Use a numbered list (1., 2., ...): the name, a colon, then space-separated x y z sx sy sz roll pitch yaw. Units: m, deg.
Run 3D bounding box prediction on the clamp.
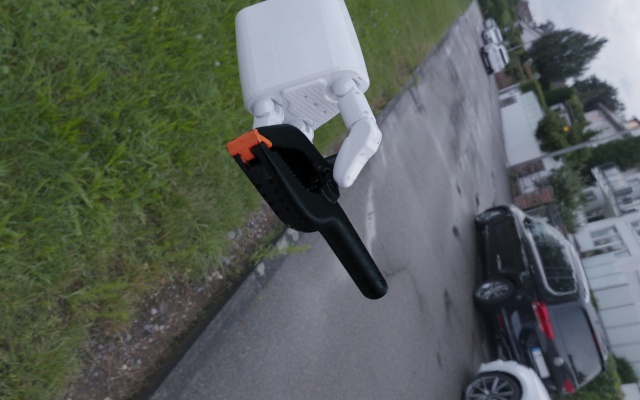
1. clamp: 0.000 0.001 0.417 0.036 0.164 0.210 -23 -24 23
